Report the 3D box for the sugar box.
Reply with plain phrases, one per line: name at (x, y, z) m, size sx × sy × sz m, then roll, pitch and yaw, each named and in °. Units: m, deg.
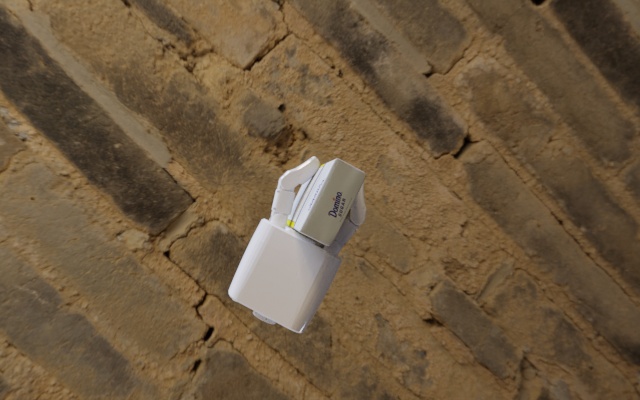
sugar box at (0.000, 0.002, 0.604) m, size 0.048 × 0.093 × 0.176 m, roll 27°, pitch -4°, yaw -11°
